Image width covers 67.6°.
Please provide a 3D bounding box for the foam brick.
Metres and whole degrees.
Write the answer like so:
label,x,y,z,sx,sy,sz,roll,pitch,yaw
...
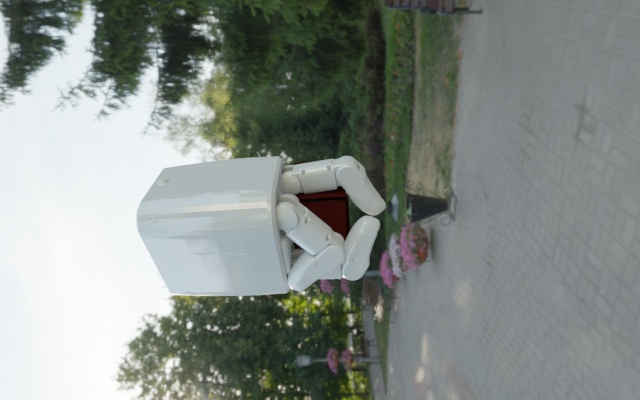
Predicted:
label,x,y,z,sx,sy,sz,roll,pitch,yaw
foam brick,0.000,0.001,0.448,0.051,0.053,0.078,-4,29,2
